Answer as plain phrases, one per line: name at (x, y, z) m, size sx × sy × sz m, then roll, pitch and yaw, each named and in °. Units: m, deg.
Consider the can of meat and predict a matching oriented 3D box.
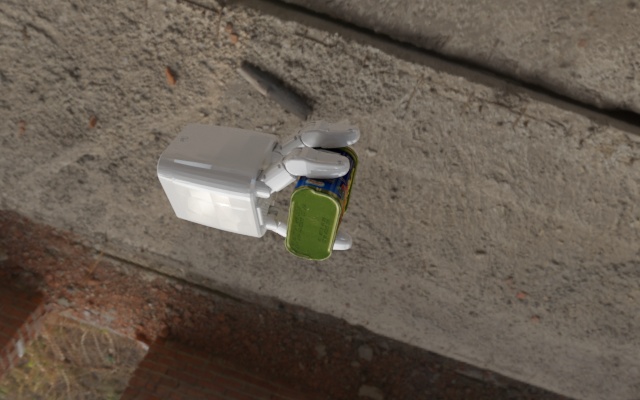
can of meat at (0.000, 0.002, 0.510) m, size 0.057 × 0.102 × 0.084 m, roll 14°, pitch 41°, yaw 5°
